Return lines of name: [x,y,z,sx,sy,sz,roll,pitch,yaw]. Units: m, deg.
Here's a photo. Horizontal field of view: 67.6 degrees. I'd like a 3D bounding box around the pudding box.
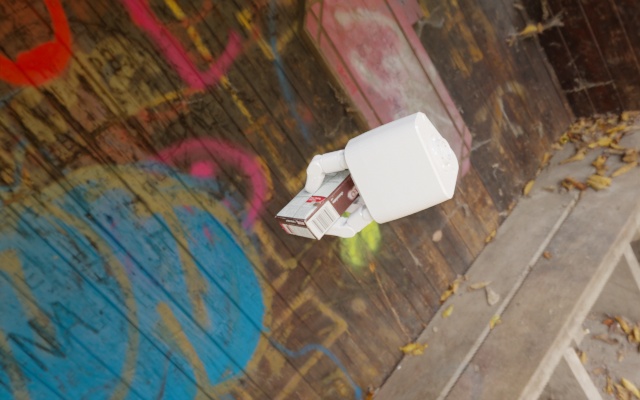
pudding box: [0.000,0.002,0.693,0.113,0.039,0.090,-44,23,-23]
